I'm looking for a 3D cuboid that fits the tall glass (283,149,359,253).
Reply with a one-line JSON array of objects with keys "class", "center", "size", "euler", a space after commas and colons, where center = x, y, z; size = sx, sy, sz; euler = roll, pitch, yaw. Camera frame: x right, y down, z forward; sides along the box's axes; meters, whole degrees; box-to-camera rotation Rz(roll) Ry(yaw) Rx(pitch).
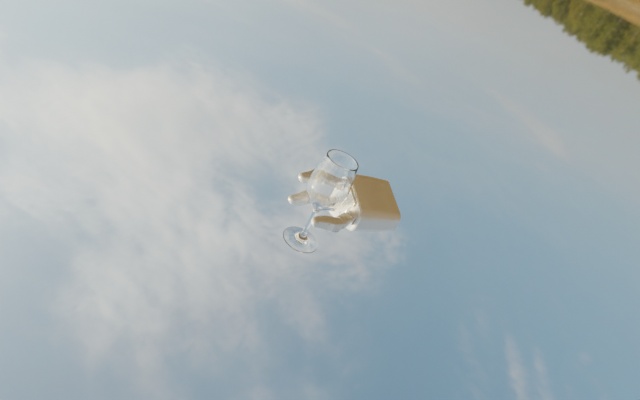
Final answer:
[{"class": "tall glass", "center": [0.000, 0.003, 0.891], "size": [0.079, 0.201, 0.079], "euler": [19, 33, -13]}]
